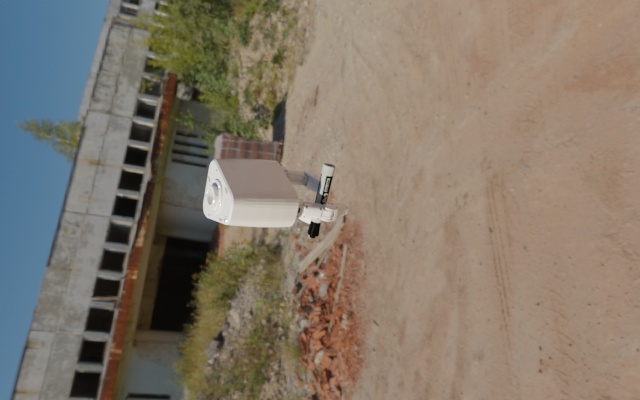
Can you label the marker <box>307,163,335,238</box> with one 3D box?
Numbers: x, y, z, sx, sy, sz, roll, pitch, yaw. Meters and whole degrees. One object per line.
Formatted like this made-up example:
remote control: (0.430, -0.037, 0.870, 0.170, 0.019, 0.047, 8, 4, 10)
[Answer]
marker: (0.000, 0.002, 0.738, 0.020, 0.121, 0.020, 12, 18, -4)
